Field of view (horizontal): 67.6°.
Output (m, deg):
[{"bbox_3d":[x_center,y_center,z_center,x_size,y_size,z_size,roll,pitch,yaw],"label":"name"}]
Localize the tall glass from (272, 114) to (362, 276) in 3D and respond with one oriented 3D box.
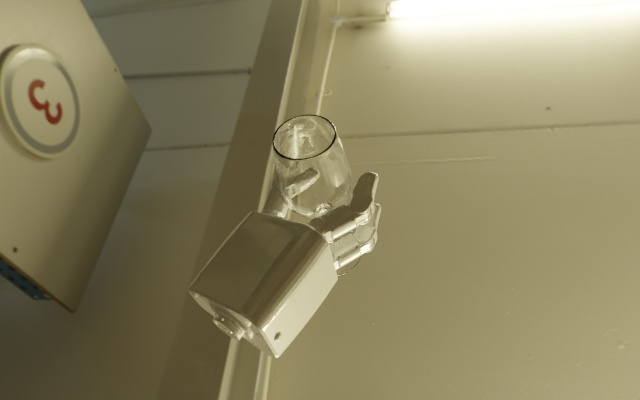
[{"bbox_3d":[0.000,0.002,0.524,0.079,0.079,0.201,0,-39,11],"label":"tall glass"}]
